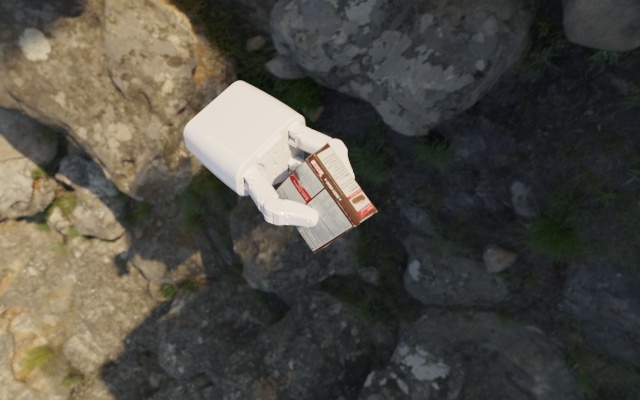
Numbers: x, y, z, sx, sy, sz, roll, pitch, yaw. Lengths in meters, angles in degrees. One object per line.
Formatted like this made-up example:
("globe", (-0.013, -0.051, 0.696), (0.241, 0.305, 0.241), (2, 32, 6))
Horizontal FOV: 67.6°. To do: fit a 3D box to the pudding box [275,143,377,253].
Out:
("pudding box", (0.000, 0.002, 0.533), (0.039, 0.090, 0.113), (-35, -2, -30))
